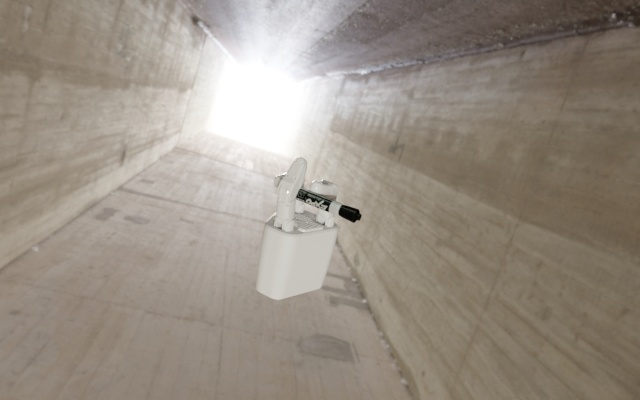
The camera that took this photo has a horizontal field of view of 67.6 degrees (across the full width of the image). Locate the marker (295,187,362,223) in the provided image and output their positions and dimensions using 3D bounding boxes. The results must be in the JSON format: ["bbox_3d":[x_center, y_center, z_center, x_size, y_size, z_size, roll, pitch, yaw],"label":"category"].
[{"bbox_3d":[0.000,0.002,0.635,0.121,0.020,0.020,21,10,26],"label":"marker"}]
